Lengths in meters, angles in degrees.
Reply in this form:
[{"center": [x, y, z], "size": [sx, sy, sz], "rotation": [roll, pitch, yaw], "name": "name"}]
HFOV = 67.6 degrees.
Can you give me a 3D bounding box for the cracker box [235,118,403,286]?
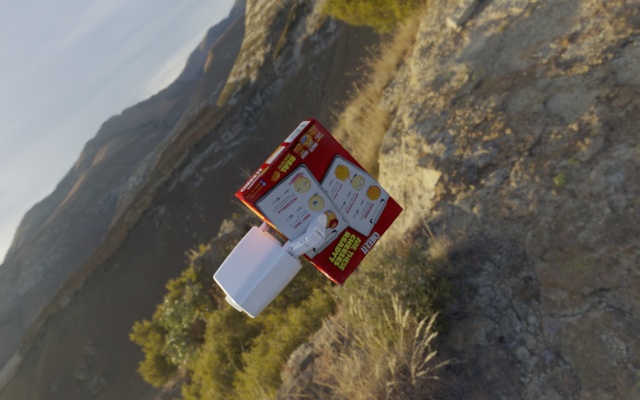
[{"center": [0.000, 0.002, 0.758], "size": [0.214, 0.164, 0.072], "rotation": [44, -9, -19], "name": "cracker box"}]
